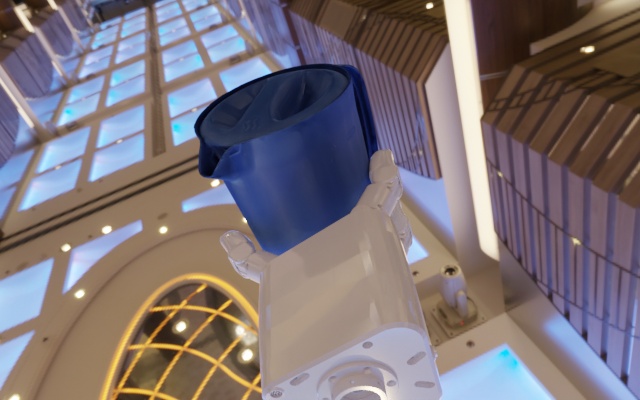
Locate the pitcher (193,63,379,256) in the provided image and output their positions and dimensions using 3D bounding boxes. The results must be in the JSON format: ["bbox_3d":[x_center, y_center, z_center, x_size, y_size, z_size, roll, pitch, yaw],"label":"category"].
[{"bbox_3d":[0.000,0.002,0.451,0.149,0.243,0.145,-18,33,4],"label":"pitcher"}]
